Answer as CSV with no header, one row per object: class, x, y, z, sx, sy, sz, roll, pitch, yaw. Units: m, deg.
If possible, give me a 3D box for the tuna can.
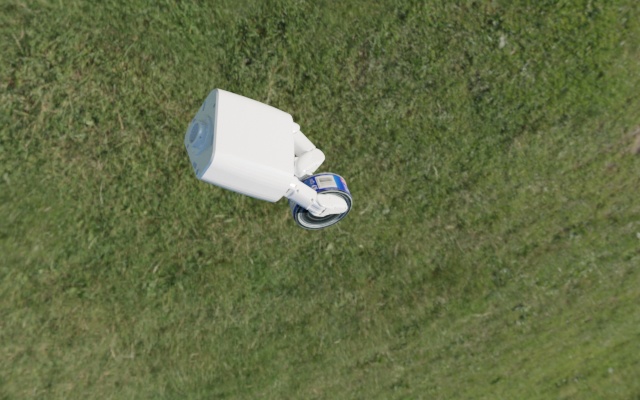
tuna can,0.000,0.003,0.663,0.086,0.033,0.086,-13,-37,-10
